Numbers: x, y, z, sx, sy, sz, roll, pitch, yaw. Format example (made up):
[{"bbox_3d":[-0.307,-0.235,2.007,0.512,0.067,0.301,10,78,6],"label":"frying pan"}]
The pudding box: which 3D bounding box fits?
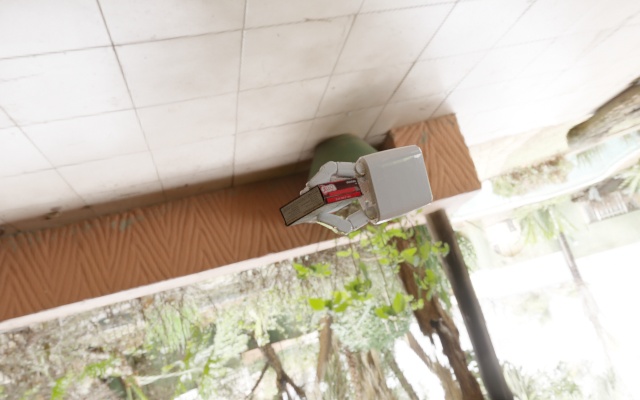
[{"bbox_3d":[0.000,0.003,0.789,0.090,0.039,0.113,-11,-15,-43],"label":"pudding box"}]
